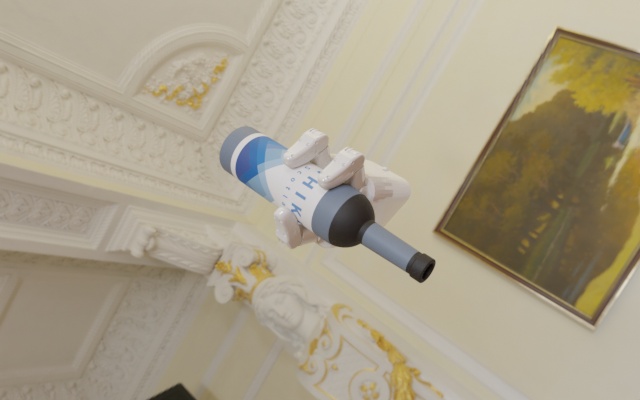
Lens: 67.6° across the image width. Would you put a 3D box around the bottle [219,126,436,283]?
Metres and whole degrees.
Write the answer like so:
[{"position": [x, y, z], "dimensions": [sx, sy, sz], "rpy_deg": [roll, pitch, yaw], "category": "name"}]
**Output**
[{"position": [0.000, 0.002, 0.543], "dimensions": [0.295, 0.069, 0.069], "rpy_deg": [33, 19, 32], "category": "bottle"}]
